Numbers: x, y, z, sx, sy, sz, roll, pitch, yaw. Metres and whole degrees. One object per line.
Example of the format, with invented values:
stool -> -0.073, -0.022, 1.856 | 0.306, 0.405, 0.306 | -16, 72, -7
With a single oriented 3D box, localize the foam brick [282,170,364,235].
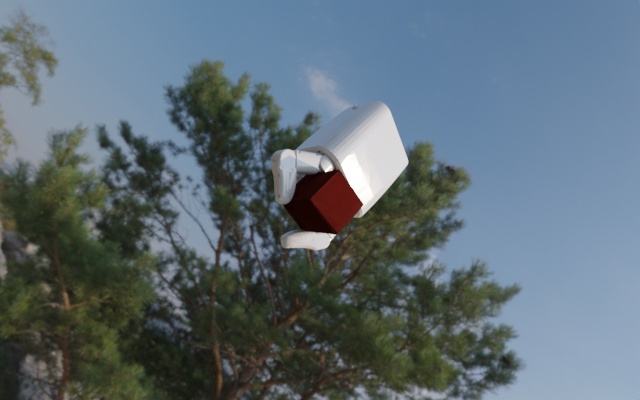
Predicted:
foam brick -> 0.000, 0.002, 0.545 | 0.051, 0.053, 0.078 | -44, 20, -23
